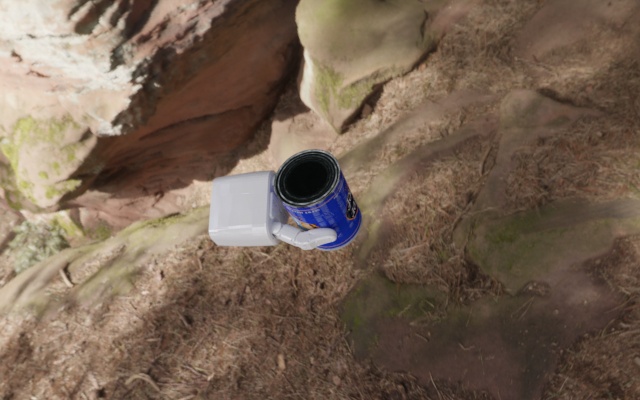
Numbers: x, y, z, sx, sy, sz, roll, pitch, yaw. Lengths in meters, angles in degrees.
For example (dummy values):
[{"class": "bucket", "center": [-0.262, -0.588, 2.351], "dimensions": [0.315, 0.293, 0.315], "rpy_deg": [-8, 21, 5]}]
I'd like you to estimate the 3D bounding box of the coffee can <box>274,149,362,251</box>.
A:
[{"class": "coffee can", "center": [0.000, 0.003, 0.745], "dimensions": [0.103, 0.102, 0.140], "rpy_deg": [0, -32, 20]}]
